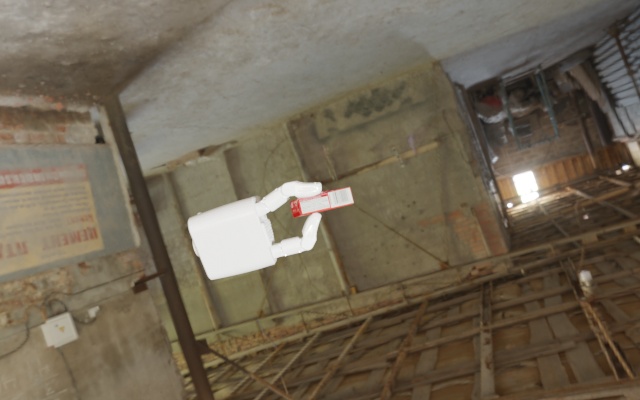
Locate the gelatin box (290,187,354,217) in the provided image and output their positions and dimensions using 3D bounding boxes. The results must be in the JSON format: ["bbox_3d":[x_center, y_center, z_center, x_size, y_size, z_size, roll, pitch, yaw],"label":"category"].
[{"bbox_3d":[0.001,0.003,0.764,0.089,0.030,0.073,-13,-1,-12],"label":"gelatin box"}]
